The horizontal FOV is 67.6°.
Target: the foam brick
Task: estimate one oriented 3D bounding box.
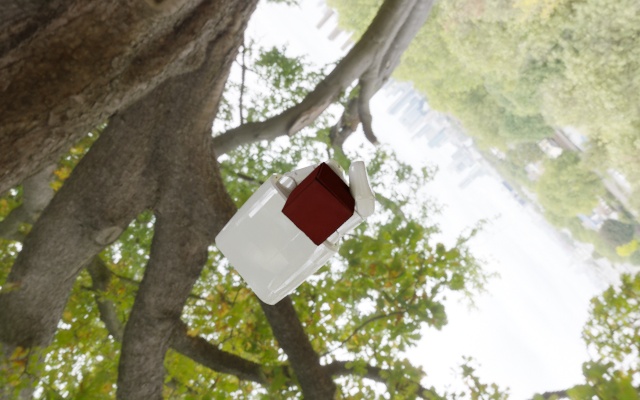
[{"bbox_3d":[0.000,0.002,0.494,0.051,0.053,0.078,-43,8,15],"label":"foam brick"}]
